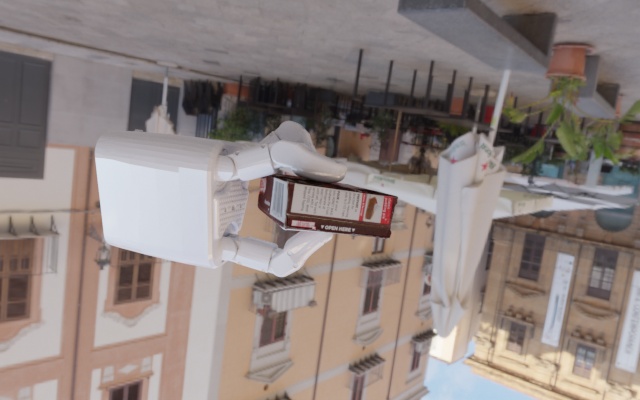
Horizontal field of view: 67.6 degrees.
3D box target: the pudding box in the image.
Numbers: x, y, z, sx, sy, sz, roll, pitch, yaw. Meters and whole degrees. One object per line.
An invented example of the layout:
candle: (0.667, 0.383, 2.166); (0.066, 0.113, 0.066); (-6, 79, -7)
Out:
pudding box: (0.000, 0.001, 0.406); (0.090, 0.039, 0.113); (6, 7, -18)
